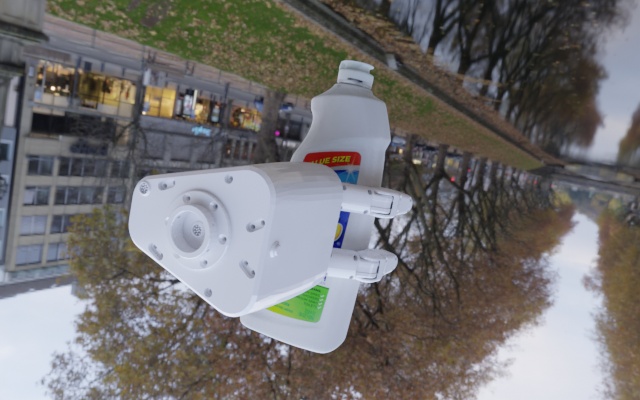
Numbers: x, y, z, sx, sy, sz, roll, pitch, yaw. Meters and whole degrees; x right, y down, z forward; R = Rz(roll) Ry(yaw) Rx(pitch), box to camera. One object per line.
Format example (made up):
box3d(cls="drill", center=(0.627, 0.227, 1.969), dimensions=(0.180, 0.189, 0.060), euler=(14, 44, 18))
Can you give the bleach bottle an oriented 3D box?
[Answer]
box3d(cls="bleach bottle", center=(0.000, 0.001, 0.434), dimensions=(0.102, 0.251, 0.068), euler=(14, 8, 21))
